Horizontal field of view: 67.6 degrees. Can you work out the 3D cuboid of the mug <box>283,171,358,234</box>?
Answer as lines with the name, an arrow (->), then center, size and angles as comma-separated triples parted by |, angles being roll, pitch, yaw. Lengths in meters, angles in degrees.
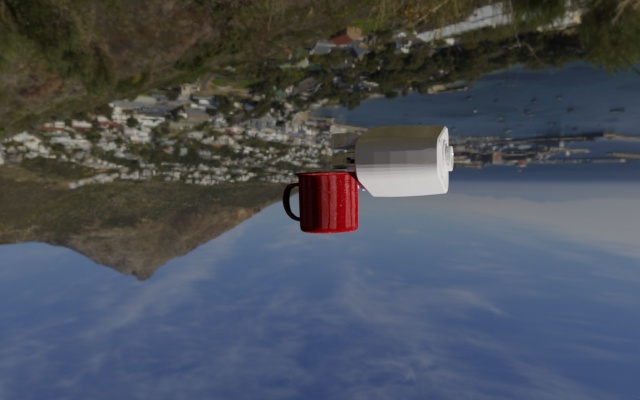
mug -> -0.001, 0.002, 0.666 | 0.117, 0.081, 0.093 | -1, 2, 21
